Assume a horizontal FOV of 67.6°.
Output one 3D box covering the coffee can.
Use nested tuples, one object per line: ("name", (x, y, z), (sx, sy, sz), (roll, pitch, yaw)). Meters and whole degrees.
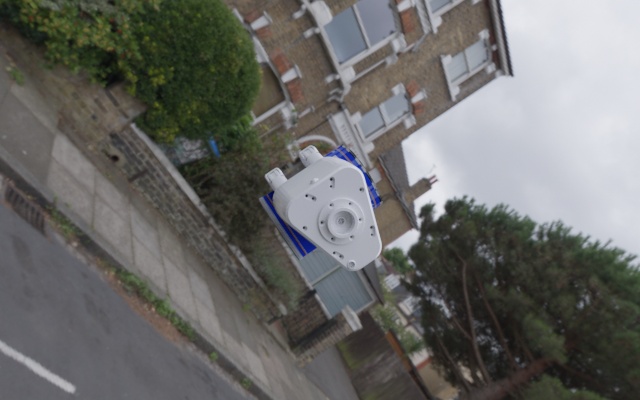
("coffee can", (0.000, 0.002, 0.667), (0.140, 0.103, 0.103), (-34, 3, -5))
